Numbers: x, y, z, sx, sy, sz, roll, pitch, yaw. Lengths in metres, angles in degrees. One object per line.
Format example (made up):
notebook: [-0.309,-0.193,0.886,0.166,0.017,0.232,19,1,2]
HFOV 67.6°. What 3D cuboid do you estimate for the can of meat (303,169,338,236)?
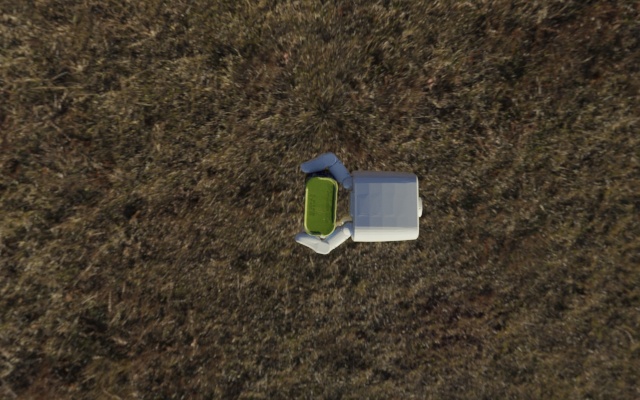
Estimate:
can of meat: [0.000,0.003,0.788,0.057,0.102,0.084,2,10,0]
